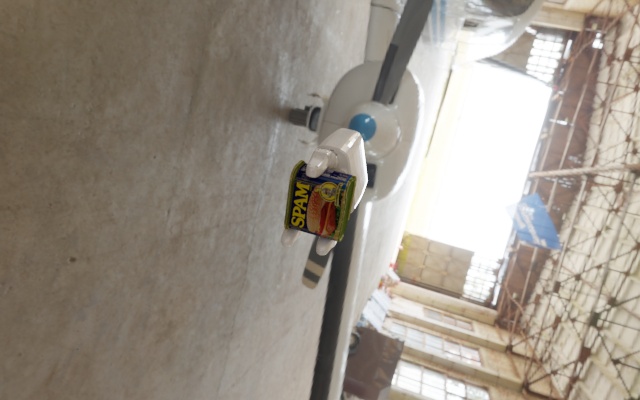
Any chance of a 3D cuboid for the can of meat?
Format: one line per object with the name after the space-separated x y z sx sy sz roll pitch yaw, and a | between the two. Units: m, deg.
0.000 0.002 0.682 0.084 0.102 0.057 15 26 12 | can of meat
